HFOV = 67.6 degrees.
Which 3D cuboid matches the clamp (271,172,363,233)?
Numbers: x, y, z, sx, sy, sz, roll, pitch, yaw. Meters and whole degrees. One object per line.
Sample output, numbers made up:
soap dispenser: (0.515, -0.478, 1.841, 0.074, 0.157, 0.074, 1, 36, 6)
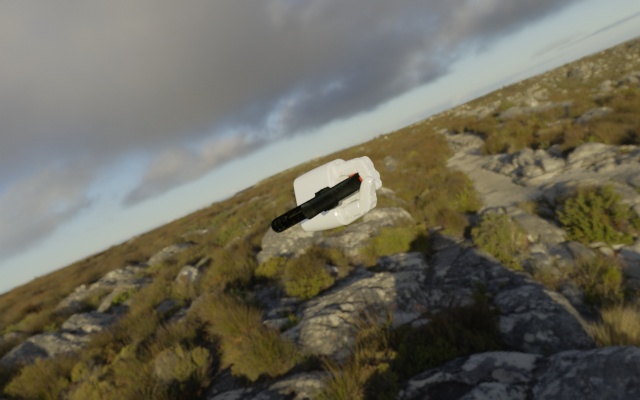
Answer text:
clamp: (0.000, 0.002, 0.767, 0.171, 0.039, 0.120, -27, 6, -42)
